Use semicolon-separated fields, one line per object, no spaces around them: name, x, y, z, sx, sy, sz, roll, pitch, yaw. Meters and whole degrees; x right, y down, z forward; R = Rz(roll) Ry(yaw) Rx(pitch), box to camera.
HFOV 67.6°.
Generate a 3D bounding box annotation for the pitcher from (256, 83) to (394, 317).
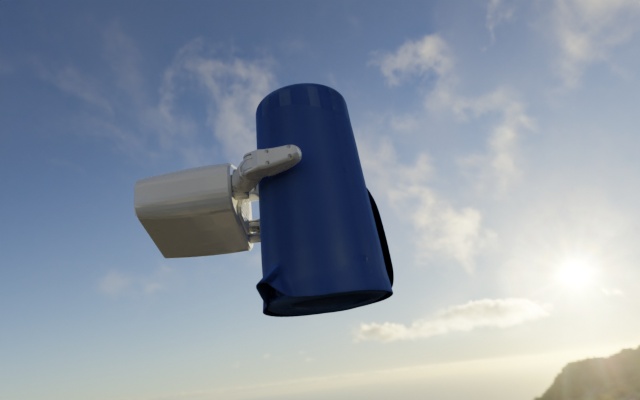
pitcher;0.000;0.002;0.530;0.145;0.242;0.149;-8;-20;1
